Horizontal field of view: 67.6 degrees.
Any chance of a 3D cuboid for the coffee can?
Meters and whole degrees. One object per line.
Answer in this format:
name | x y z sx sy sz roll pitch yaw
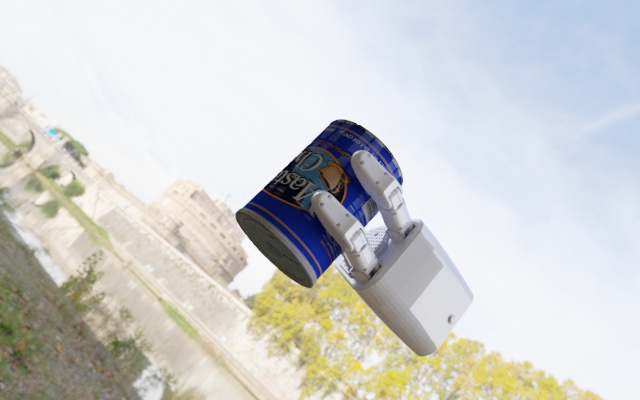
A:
coffee can | 0.000 0.002 0.480 0.140 0.103 0.103 -46 19 -20
